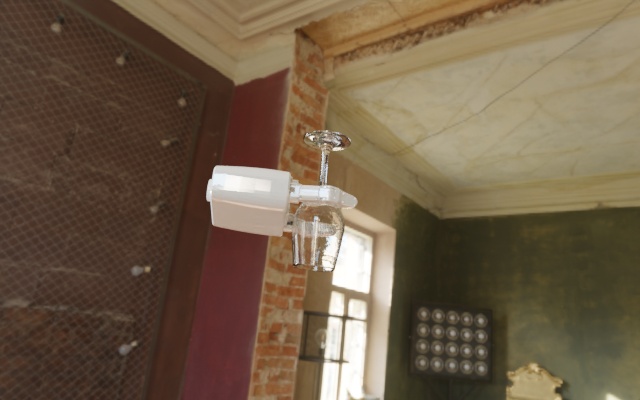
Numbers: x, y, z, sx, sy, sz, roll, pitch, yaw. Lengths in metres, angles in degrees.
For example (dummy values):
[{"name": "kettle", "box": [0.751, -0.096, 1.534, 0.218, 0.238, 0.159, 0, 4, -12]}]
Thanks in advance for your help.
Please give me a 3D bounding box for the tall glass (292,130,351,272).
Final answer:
[{"name": "tall glass", "box": [0.000, 0.002, 0.712, 0.079, 0.201, 0.079, 5, -15, 1]}]
